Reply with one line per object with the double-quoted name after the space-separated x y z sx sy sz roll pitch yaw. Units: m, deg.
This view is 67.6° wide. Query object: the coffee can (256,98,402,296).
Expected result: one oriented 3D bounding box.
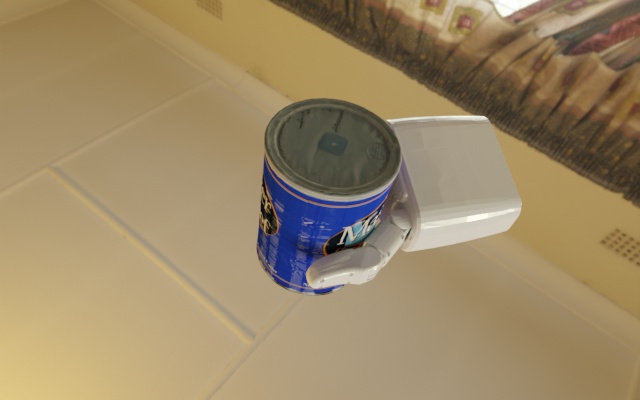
0.000 0.001 0.403 0.103 0.102 0.140 0 -39 -11 "coffee can"
